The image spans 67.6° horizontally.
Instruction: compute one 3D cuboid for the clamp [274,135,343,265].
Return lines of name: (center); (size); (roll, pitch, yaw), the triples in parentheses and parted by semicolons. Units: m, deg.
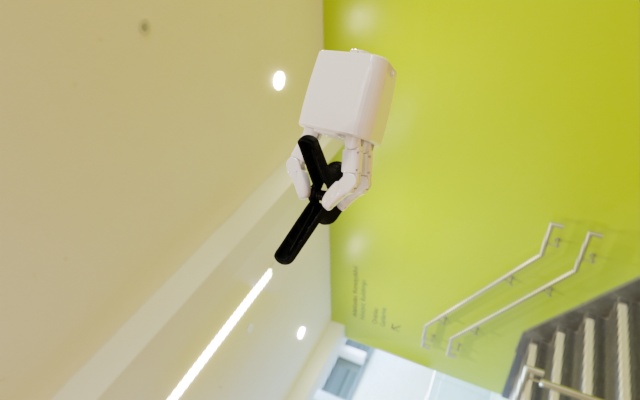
clamp: (0.000, 0.002, 0.665); (0.036, 0.164, 0.210); (18, 5, 20)
